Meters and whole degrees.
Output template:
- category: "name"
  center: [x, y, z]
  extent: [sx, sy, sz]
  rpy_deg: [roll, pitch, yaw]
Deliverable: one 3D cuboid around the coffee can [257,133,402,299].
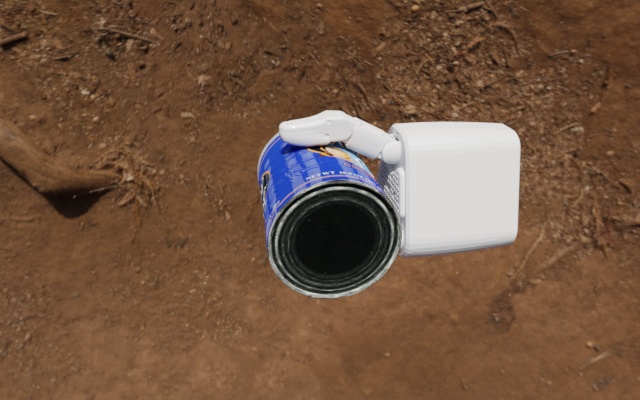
- category: "coffee can"
  center: [0.000, 0.001, 0.415]
  extent: [0.103, 0.103, 0.140]
  rpy_deg: [0, 26, -11]
